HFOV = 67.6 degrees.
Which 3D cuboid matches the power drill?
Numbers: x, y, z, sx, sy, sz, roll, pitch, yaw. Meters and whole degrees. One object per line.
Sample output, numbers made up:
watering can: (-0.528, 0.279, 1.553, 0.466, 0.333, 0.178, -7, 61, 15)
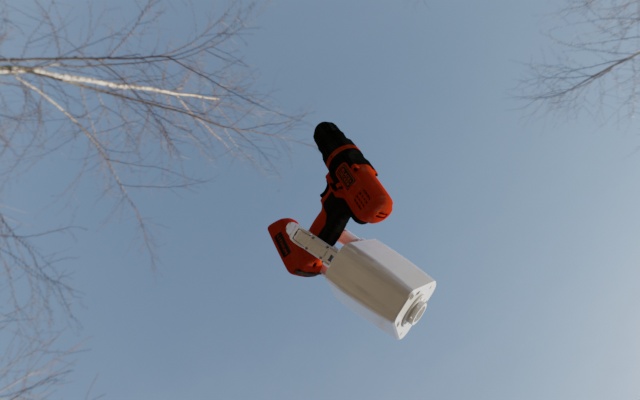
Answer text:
power drill: (0.000, 0.003, 0.680, 0.057, 0.188, 0.184, 12, 36, -41)
